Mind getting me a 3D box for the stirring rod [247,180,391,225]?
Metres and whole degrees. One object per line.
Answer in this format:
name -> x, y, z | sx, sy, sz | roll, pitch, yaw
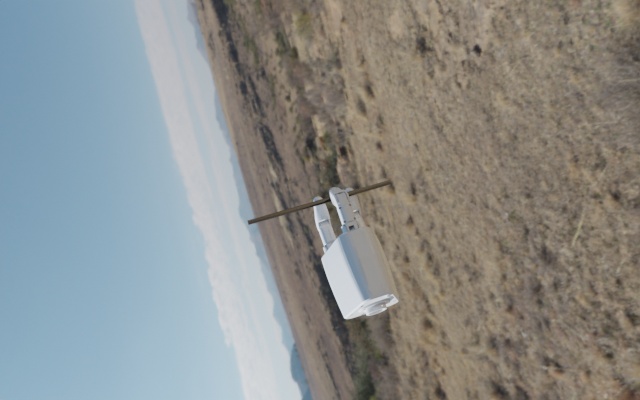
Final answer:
stirring rod -> 0.000, 0.003, 0.770 | 0.239, 0.011, 0.011 | -16, 2, -8
